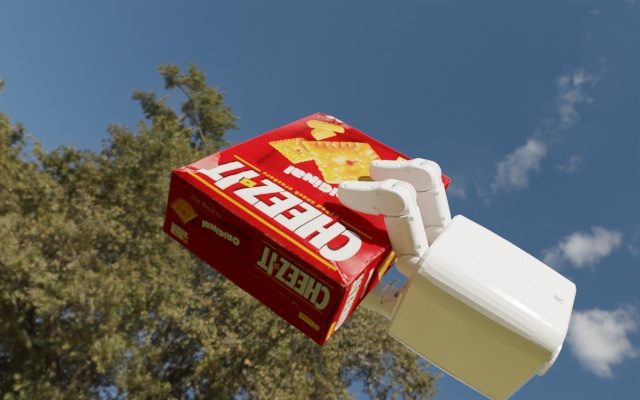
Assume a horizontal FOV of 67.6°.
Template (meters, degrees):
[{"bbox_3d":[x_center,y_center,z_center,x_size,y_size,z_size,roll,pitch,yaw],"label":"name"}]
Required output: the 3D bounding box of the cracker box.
[{"bbox_3d":[0.000,0.001,0.427,0.164,0.072,0.213,31,35,19],"label":"cracker box"}]
